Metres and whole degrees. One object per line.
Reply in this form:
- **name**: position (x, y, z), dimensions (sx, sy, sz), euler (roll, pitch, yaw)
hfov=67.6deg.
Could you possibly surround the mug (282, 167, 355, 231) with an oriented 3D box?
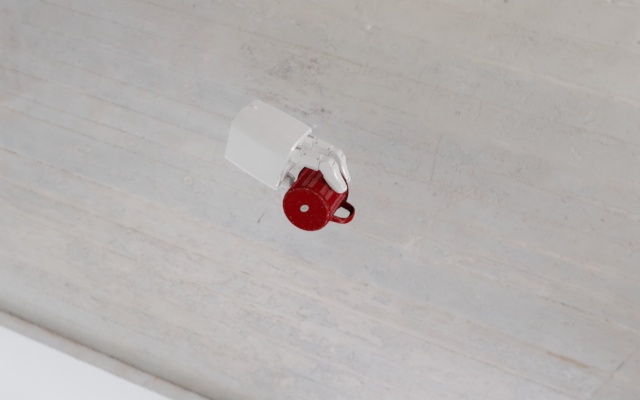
- **mug**: position (0.001, 0.003, 0.769), dimensions (0.117, 0.093, 0.081), euler (30, 36, 5)
